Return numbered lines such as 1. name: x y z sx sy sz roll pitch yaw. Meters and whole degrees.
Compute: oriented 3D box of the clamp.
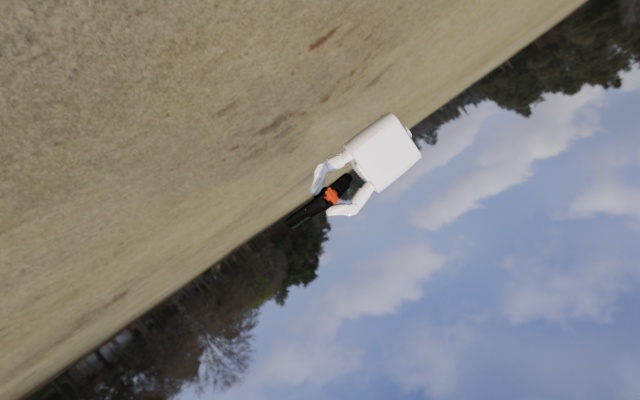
1. clamp: 0.001 0.003 0.887 0.164 0.036 0.210 -39 2 0
